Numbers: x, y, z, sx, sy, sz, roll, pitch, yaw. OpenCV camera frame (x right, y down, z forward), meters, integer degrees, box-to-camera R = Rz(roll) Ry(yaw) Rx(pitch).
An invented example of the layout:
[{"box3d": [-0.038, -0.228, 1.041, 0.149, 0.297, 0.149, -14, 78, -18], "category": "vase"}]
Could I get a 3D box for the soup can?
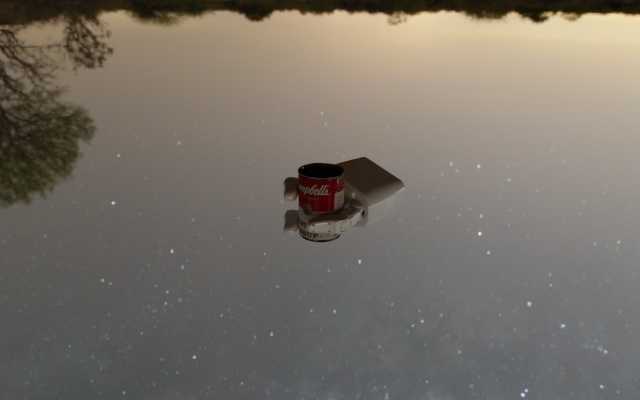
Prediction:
[{"box3d": [0.000, 0.003, 0.710, 0.068, 0.102, 0.068, 1, 23, 0], "category": "soup can"}]
